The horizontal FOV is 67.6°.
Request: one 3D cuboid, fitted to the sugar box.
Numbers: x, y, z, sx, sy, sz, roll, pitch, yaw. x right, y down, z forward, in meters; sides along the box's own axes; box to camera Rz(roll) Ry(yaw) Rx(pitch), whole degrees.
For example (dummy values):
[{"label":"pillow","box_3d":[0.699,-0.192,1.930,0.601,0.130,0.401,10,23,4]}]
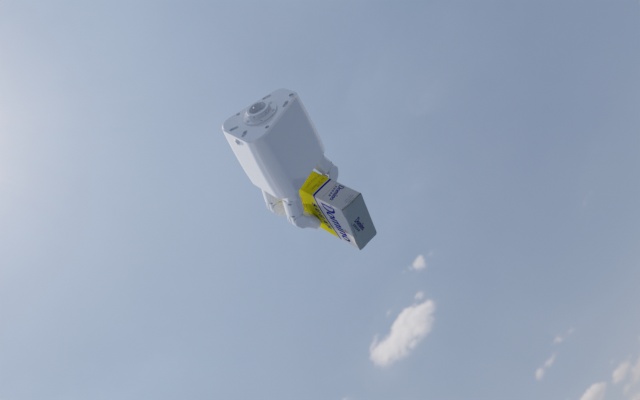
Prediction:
[{"label":"sugar box","box_3d":[0.000,0.003,0.738,0.048,0.093,0.176,-42,44,-18]}]
